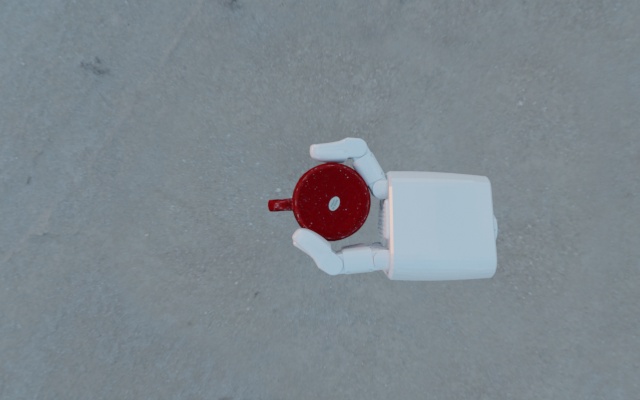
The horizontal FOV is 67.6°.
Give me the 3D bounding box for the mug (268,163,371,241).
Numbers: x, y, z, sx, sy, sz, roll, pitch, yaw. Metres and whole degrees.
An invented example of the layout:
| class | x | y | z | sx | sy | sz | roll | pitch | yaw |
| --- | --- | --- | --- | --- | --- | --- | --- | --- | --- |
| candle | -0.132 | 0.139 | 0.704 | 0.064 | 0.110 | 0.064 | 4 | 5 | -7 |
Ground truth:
| class | x | y | z | sx | sy | sz | roll | pitch | yaw |
| --- | --- | --- | --- | --- | --- | --- | --- | --- | --- |
| mug | -0.001 | 0.002 | 0.529 | 0.117 | 0.093 | 0.081 | -1 | -1 | 0 |
